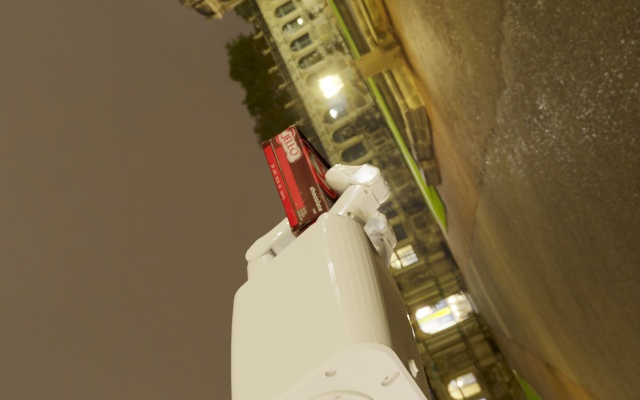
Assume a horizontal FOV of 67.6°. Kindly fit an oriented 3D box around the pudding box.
[{"bbox_3d":[0.000,0.001,0.409,0.039,0.090,0.113,-26,-29,10],"label":"pudding box"}]
